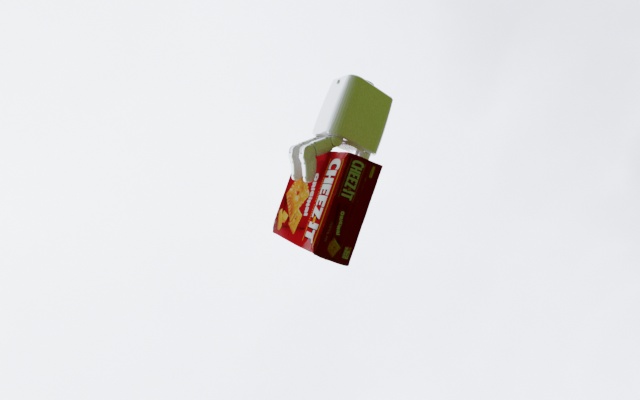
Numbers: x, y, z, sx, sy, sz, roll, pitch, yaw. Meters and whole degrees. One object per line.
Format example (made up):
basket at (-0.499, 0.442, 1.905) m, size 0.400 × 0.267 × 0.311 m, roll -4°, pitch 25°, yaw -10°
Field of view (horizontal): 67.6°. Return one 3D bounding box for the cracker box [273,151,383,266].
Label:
cracker box at (0.000, 0.003, 0.803) m, size 0.072 × 0.164 × 0.213 m, roll 20°, pitch -2°, yaw -23°
